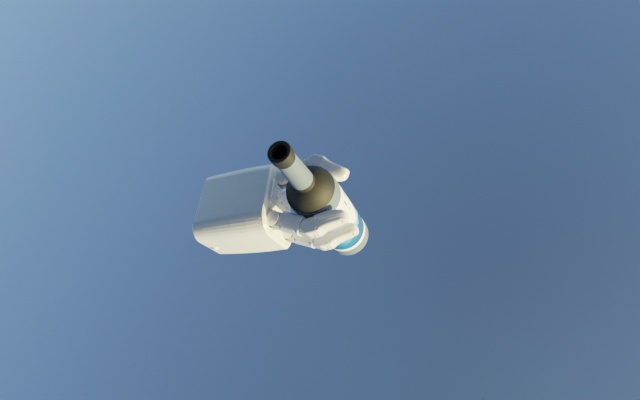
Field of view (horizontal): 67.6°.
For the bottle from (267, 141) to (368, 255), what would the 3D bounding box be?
[{"bbox_3d":[0.000,0.002,0.635,0.069,0.069,0.296,0,-21,19],"label":"bottle"}]
